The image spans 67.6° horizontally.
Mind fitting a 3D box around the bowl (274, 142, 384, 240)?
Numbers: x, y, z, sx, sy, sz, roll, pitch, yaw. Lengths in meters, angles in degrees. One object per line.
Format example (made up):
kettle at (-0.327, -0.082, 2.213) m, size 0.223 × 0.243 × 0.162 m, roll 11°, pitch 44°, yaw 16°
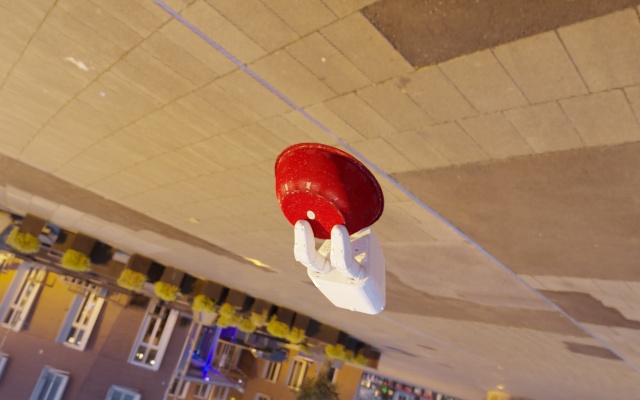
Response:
bowl at (-0.001, 0.001, 0.634) m, size 0.162 × 0.162 × 0.055 m, roll 0°, pitch 44°, yaw 33°
